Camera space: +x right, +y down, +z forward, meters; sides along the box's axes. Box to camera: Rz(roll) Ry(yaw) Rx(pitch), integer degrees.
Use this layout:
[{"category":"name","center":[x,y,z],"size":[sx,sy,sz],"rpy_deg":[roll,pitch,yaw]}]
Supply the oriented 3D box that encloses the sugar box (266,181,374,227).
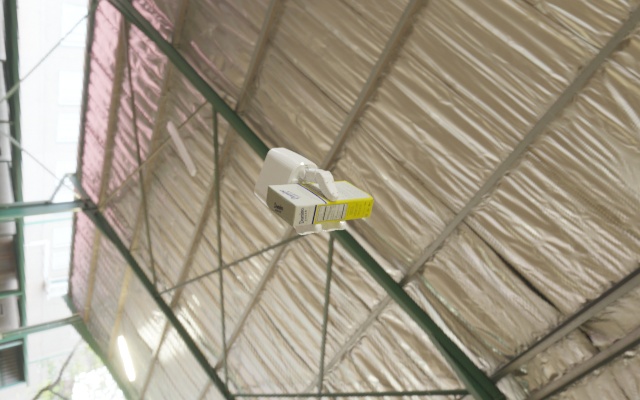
[{"category":"sugar box","center":[0.000,0.003,0.858],"size":[0.176,0.048,0.093],"rpy_deg":[-7,27,-35]}]
